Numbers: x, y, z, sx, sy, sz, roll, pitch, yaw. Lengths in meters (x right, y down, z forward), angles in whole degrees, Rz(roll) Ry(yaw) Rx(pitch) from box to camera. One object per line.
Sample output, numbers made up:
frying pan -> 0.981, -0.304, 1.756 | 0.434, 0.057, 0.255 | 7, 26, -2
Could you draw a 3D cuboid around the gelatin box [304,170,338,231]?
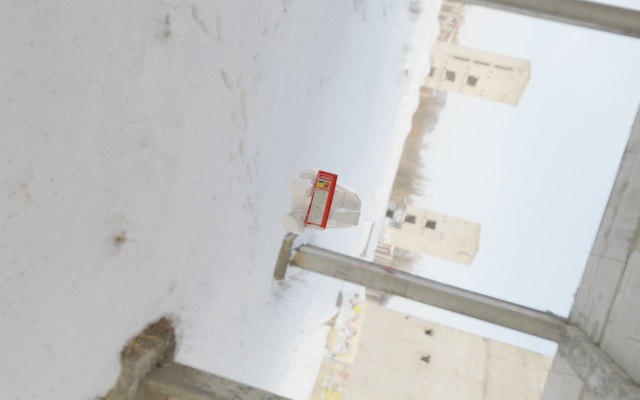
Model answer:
gelatin box -> 0.001, 0.002, 0.654 | 0.030, 0.073, 0.089 | 14, -5, 0
